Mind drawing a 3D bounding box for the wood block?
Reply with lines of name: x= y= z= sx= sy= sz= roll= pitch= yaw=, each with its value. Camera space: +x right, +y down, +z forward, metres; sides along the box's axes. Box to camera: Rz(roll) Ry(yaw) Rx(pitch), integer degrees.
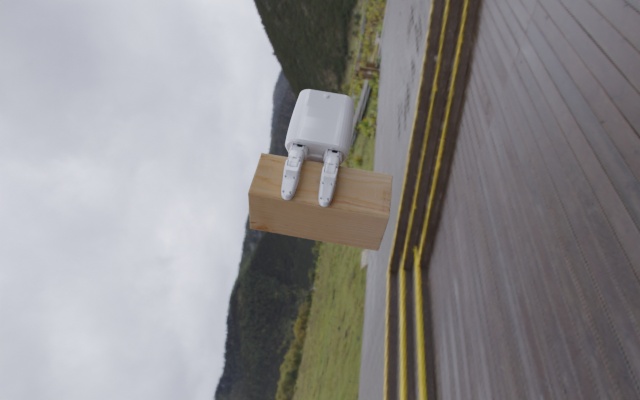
wood block: x=0.000 y=0.002 z=0.744 sx=0.206 sy=0.090 sz=0.091 roll=10 pitch=-39 yaw=2
